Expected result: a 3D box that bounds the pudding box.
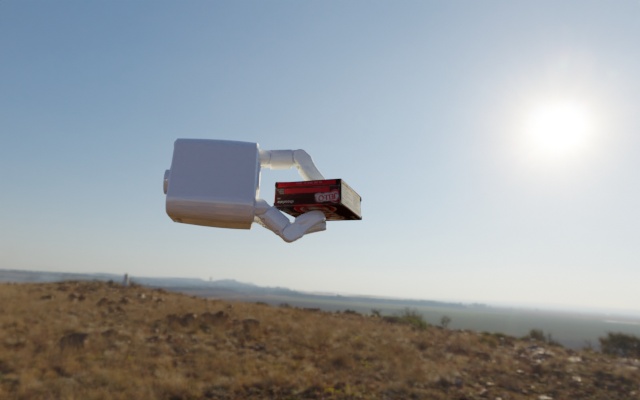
[{"bbox_3d":[0.000,0.002,0.638,0.090,0.039,0.113,-2,-11,19],"label":"pudding box"}]
